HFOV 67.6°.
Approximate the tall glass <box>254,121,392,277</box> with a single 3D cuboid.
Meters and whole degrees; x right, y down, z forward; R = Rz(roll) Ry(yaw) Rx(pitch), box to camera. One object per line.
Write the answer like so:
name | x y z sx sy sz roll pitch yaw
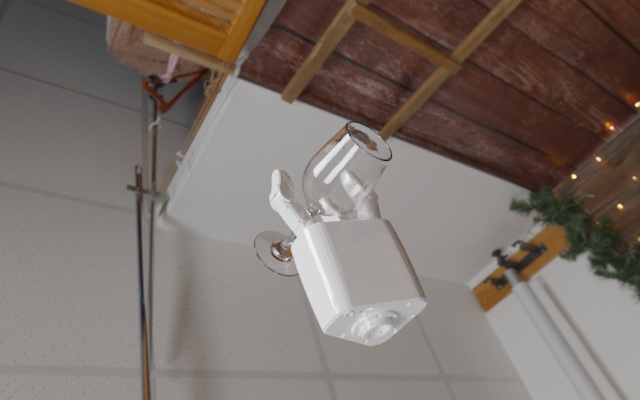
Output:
tall glass | 0.000 0.002 0.566 0.079 0.079 0.201 0 -42 -46
